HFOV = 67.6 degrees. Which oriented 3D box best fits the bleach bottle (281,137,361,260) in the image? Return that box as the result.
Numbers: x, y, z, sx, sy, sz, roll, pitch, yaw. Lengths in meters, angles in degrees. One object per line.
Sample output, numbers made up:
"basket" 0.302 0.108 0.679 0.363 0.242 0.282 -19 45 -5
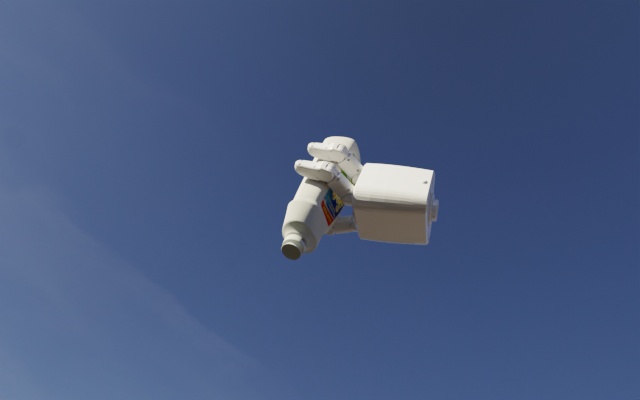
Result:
"bleach bottle" 0.000 0.002 0.727 0.068 0.103 0.250 5 37 18
